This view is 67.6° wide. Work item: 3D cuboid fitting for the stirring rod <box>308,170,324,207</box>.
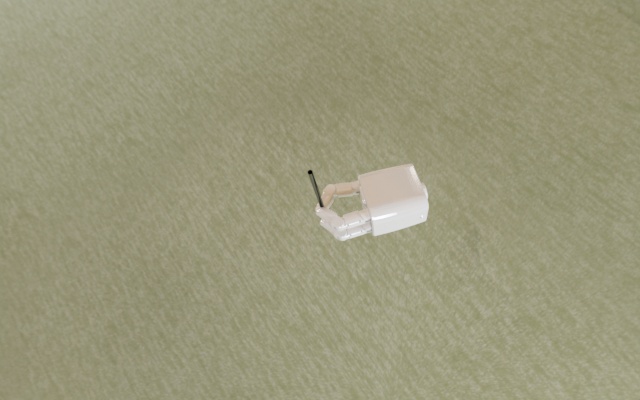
[{"bbox_3d":[0.000,0.003,0.850,0.011,0.011,0.240,0,-23,8],"label":"stirring rod"}]
